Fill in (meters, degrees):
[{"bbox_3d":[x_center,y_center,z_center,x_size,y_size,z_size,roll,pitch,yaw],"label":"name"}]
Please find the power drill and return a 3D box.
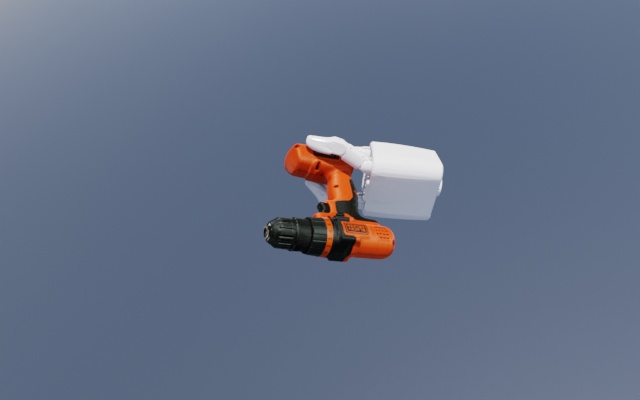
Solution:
[{"bbox_3d":[0.000,0.002,0.675,0.184,0.187,0.057,9,-46,-25],"label":"power drill"}]
